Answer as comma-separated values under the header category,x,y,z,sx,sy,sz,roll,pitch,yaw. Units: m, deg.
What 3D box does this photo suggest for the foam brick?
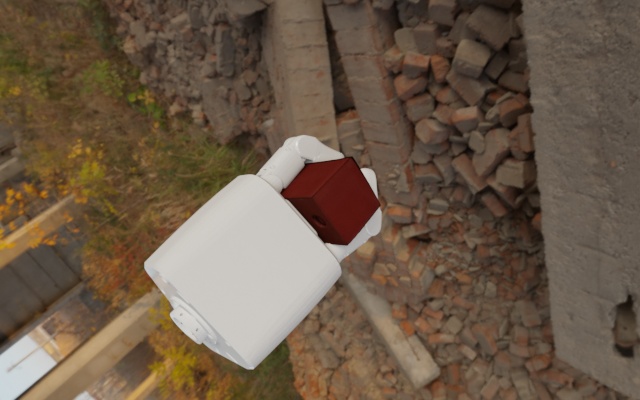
category,x,y,z,sx,sy,sz,roll,pitch,yaw
foam brick,0.000,0.001,0.403,0.078,0.053,0.051,-3,38,53
